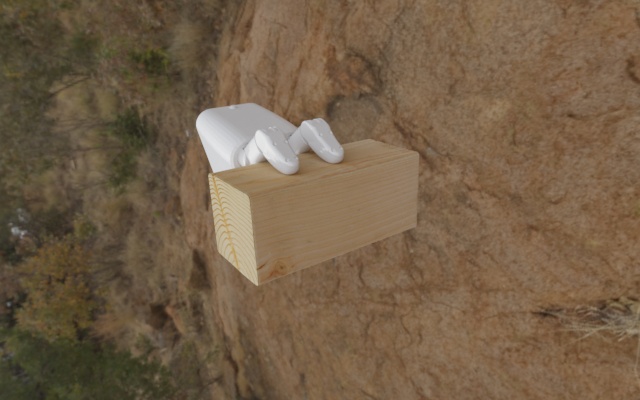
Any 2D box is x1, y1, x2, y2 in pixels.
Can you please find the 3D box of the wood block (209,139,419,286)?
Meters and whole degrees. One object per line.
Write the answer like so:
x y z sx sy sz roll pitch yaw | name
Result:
0.000 0.002 0.506 0.206 0.091 0.090 -16 26 -32 | wood block
